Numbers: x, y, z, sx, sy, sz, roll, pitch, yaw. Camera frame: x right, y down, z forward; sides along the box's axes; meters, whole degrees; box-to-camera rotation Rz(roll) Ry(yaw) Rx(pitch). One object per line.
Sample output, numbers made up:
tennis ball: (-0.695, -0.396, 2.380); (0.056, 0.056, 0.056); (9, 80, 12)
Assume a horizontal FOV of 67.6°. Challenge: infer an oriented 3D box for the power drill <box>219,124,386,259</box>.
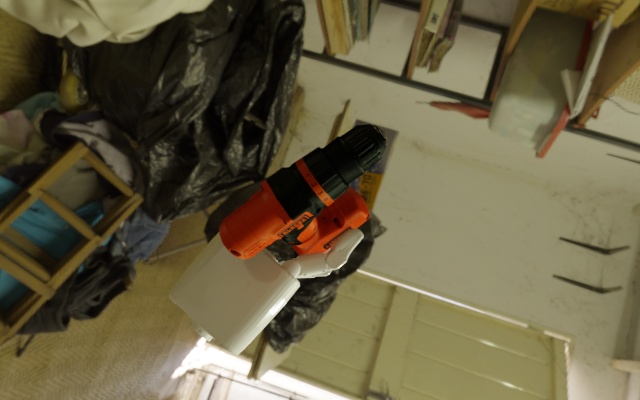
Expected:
power drill: (0.000, 0.002, 0.520); (0.184, 0.057, 0.188); (-34, -19, 6)
